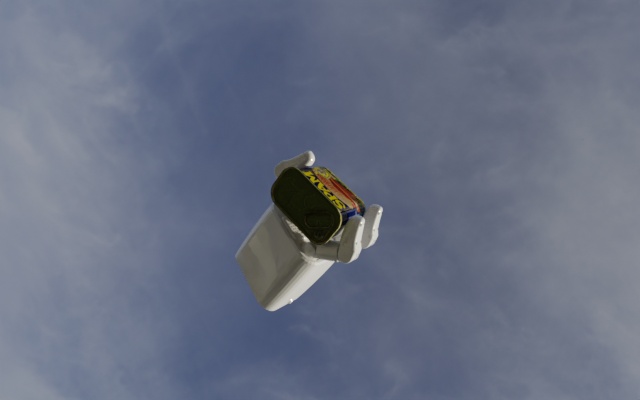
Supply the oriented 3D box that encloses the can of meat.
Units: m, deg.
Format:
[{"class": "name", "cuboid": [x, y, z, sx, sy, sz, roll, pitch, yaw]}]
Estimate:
[{"class": "can of meat", "cuboid": [0.000, 0.002, 0.616, 0.102, 0.057, 0.084, 45, 25, 16]}]
